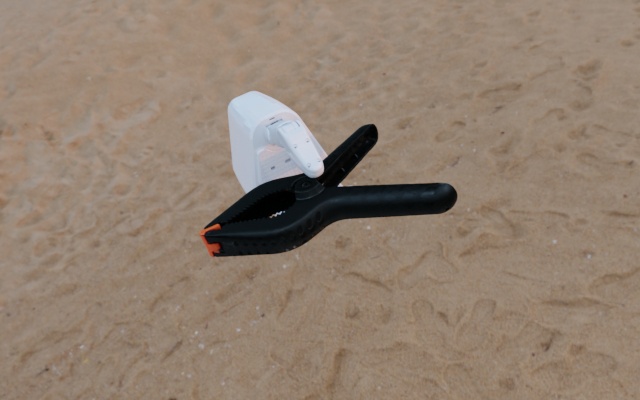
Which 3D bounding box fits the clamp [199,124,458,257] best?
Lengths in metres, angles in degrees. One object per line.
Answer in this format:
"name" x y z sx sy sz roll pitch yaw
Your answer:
"clamp" -0.001 0.001 0.420 0.210 0.036 0.164 -26 32 -14
